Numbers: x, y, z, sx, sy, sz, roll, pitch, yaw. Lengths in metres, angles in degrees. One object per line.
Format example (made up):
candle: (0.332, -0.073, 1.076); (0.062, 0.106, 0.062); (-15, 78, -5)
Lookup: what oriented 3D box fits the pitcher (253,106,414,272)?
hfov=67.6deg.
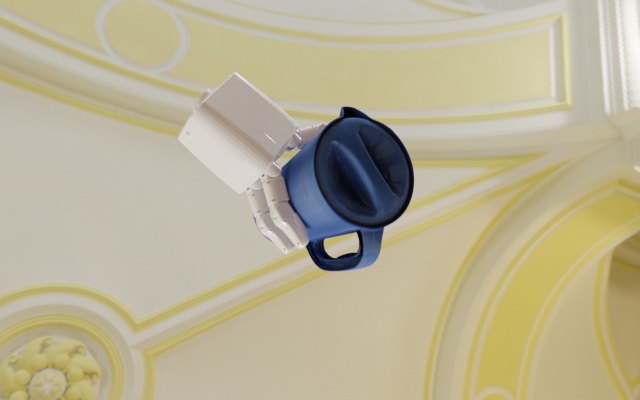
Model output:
pitcher: (0.000, 0.002, 0.626); (0.145, 0.149, 0.243); (42, -28, -12)
